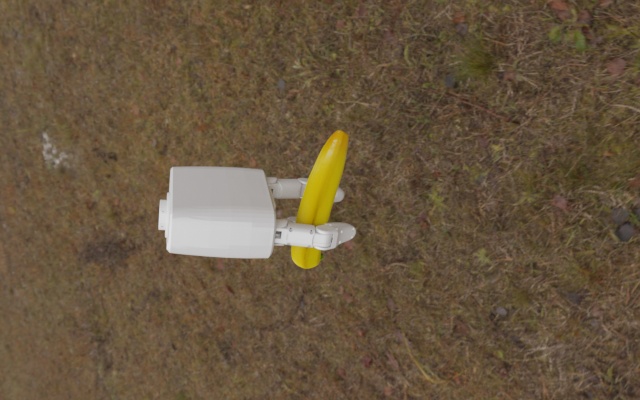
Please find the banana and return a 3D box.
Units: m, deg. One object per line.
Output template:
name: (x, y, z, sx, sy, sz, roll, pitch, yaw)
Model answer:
banana: (-0.005, 0.015, 0.550, 0.037, 0.198, 0.069, 17, 38, 6)
